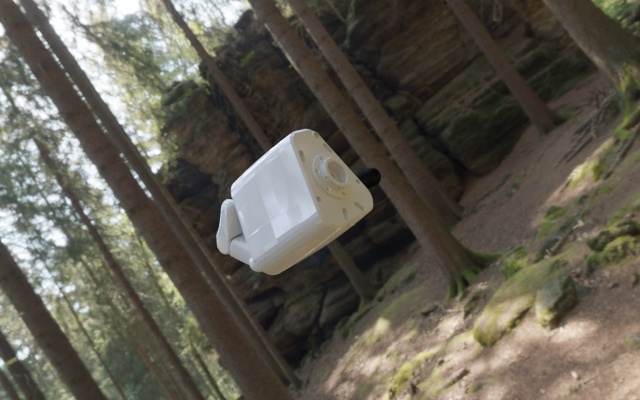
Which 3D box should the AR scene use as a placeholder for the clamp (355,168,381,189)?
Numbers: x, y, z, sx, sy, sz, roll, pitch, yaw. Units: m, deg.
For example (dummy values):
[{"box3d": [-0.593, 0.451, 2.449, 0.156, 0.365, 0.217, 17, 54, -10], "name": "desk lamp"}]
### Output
[{"box3d": [0.000, 0.002, 0.607, 0.120, 0.039, 0.171, -34, -3, 38], "name": "clamp"}]
